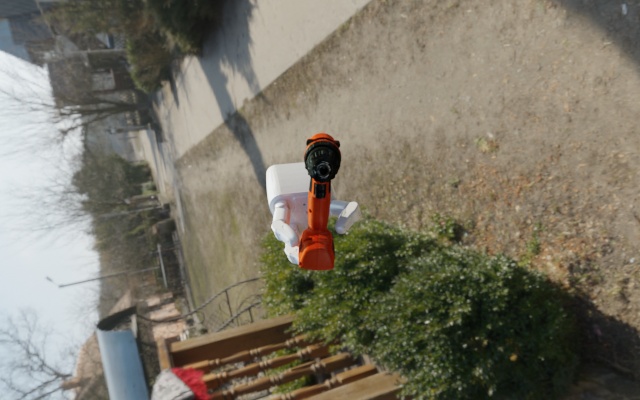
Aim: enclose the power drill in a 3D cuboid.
[{"bbox_3d":[0.000,0.003,0.695,0.057,0.188,0.184,5,17,0],"label":"power drill"}]
